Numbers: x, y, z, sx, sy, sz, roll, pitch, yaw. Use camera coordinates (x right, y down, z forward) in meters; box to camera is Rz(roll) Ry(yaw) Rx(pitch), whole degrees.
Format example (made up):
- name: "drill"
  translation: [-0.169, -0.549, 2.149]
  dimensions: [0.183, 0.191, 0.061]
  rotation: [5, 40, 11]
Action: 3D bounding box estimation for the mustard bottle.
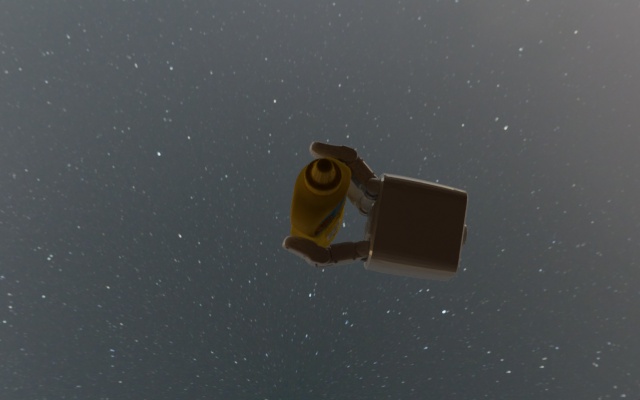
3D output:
- name: "mustard bottle"
  translation: [0.000, 0.002, 0.581]
  dimensions: [0.058, 0.096, 0.192]
  rotation: [33, -21, 10]
